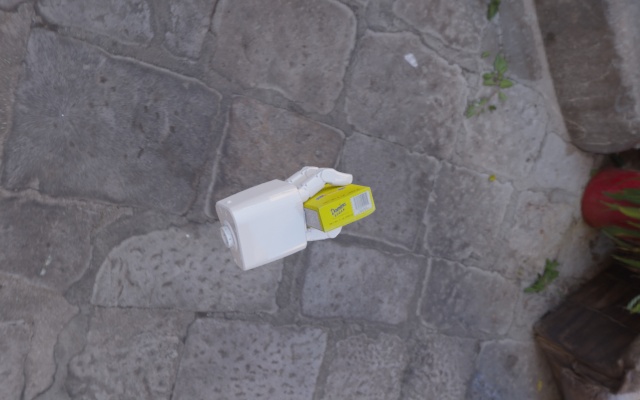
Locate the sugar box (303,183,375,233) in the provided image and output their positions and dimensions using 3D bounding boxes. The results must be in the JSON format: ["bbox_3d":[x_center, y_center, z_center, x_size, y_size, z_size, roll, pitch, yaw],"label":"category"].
[{"bbox_3d":[0.000,0.002,0.766,0.093,0.048,0.176,-22,18,-24],"label":"sugar box"}]
